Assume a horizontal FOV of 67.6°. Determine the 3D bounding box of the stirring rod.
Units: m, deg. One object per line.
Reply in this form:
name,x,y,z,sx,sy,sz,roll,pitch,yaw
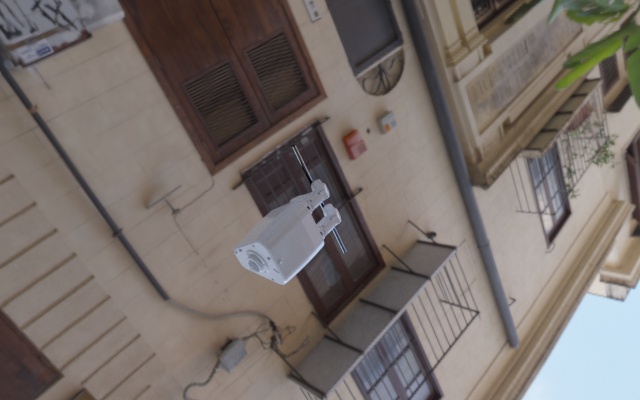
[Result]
stirring rod,0.000,0.003,0.888,0.011,0.240,0.011,-21,25,10
